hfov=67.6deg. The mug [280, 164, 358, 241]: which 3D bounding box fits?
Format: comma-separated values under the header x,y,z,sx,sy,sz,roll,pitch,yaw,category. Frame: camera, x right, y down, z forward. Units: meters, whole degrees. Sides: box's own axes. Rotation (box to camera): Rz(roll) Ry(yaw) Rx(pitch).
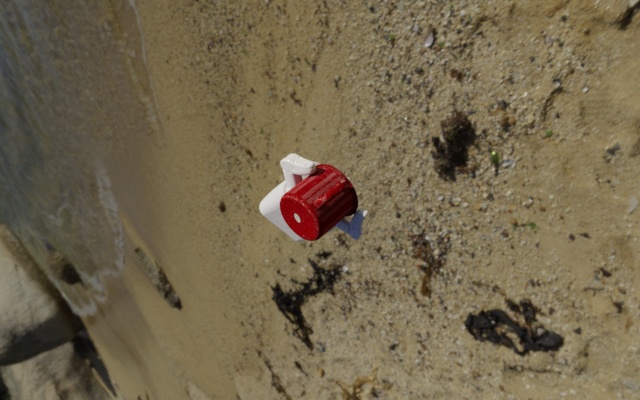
x,y,z,sx,sy,sz,roll,pitch,yaw,category
0.001,0.002,0.689,0.081,0.093,0.117,-39,4,-33,mug
